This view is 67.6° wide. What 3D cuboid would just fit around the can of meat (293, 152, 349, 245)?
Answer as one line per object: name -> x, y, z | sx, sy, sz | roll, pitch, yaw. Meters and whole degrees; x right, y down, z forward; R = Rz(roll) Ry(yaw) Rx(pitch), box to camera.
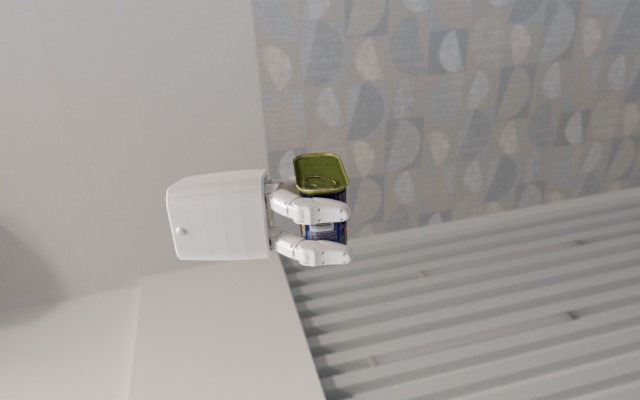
can of meat -> 0.000, 0.002, 0.559 | 0.057, 0.084, 0.102 | -5, 28, -5
